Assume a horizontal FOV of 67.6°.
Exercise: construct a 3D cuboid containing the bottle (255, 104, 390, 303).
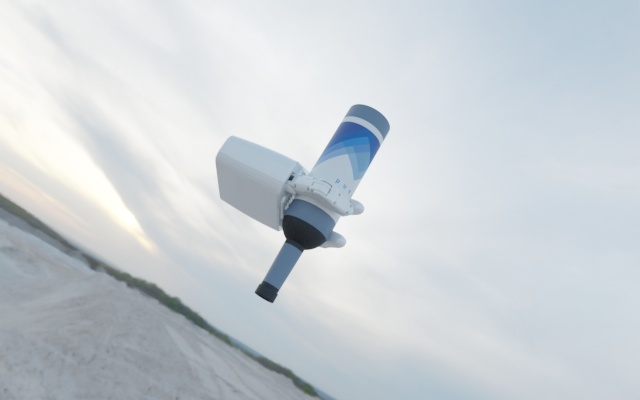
[{"bbox_3d":[0.000,0.002,0.643,0.069,0.295,0.069,27,-20,10],"label":"bottle"}]
